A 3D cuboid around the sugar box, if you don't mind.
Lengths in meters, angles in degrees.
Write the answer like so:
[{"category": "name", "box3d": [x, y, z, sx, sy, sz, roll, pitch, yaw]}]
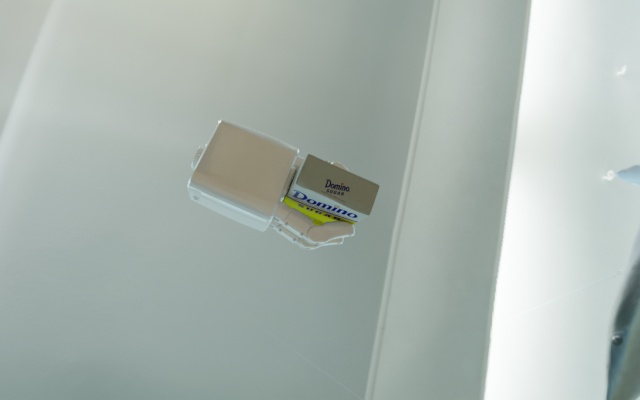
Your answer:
[{"category": "sugar box", "box3d": [0.000, 0.002, 0.612, 0.093, 0.048, 0.176, 23, -15, -7]}]
